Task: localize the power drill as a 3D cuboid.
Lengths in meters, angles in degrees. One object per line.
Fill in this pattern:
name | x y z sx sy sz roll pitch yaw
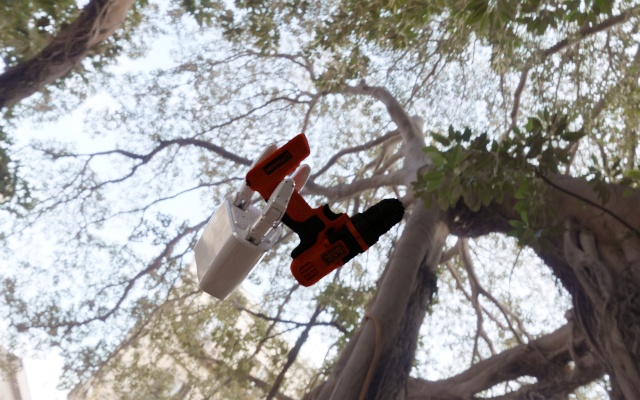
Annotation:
power drill | 0.000 0.002 0.666 0.184 0.187 0.057 -36 2 0
